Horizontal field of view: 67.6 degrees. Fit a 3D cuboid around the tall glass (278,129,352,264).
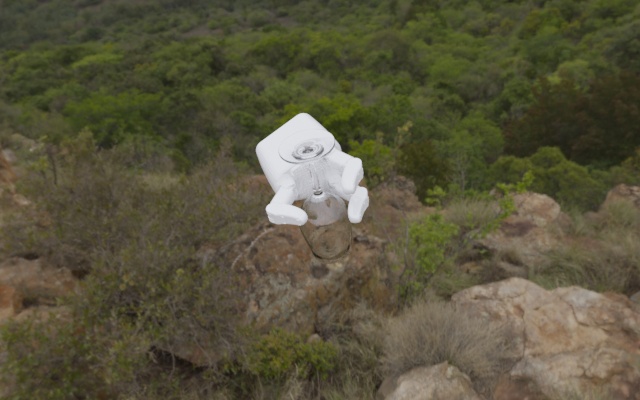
[{"bbox_3d":[0.000,0.002,0.676,0.079,0.201,0.079,-8,41,7],"label":"tall glass"}]
